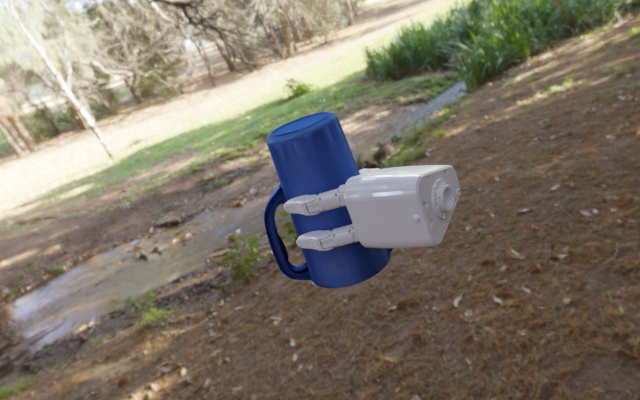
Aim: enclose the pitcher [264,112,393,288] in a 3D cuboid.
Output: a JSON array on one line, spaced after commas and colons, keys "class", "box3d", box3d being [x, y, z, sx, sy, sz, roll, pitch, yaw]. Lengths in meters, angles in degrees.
[{"class": "pitcher", "box3d": [0.000, 0.002, 0.713, 0.145, 0.243, 0.149, -1, 27, 43]}]
